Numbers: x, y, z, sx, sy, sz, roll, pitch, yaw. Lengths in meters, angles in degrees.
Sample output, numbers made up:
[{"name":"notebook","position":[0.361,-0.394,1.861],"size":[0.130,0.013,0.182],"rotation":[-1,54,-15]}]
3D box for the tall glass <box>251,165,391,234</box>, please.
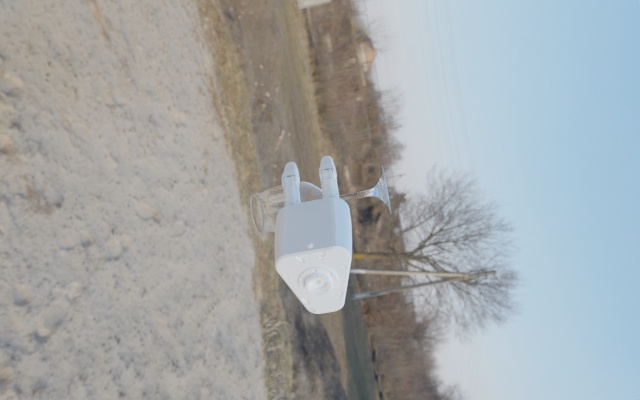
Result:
[{"name":"tall glass","position":[0.001,0.002,0.716],"size":[0.201,0.079,0.079],"rotation":[-10,-1,6]}]
